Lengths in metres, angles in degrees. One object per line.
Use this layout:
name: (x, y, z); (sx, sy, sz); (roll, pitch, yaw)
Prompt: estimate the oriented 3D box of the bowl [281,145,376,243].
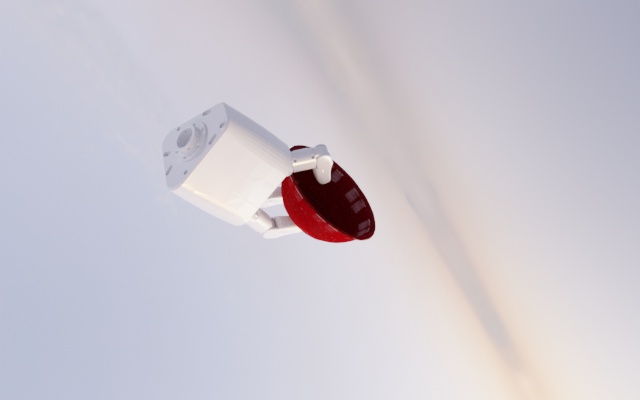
bowl: (0.001, 0.003, 0.654); (0.055, 0.162, 0.162); (-43, -23, 27)
